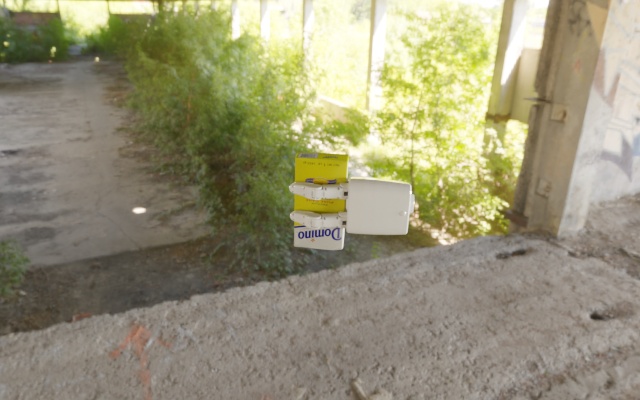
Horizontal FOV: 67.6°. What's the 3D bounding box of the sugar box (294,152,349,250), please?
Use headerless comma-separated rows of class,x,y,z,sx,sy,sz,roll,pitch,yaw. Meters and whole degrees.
sugar box,0.000,0.003,0.862,0.093,0.176,0.048,4,22,6
